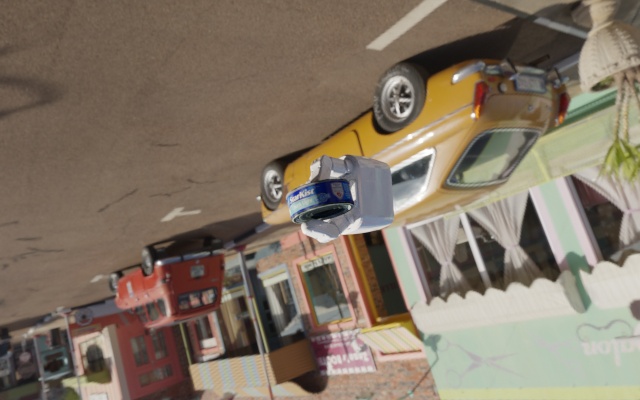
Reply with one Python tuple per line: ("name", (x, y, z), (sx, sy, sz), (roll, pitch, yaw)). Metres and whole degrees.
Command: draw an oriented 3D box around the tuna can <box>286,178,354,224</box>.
("tuna can", (0.000, 0.003, 0.621), (0.086, 0.033, 0.086), (-13, -14, -3))
